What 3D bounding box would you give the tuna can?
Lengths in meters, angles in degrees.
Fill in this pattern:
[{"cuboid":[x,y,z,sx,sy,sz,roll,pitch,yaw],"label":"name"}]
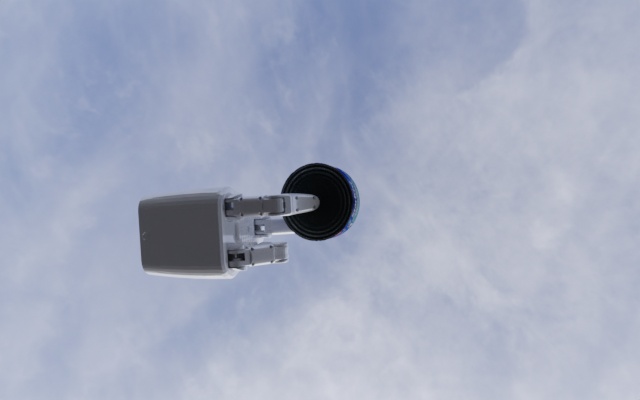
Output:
[{"cuboid":[0.000,0.002,0.536,0.086,0.086,0.034,0,0,20],"label":"tuna can"}]
